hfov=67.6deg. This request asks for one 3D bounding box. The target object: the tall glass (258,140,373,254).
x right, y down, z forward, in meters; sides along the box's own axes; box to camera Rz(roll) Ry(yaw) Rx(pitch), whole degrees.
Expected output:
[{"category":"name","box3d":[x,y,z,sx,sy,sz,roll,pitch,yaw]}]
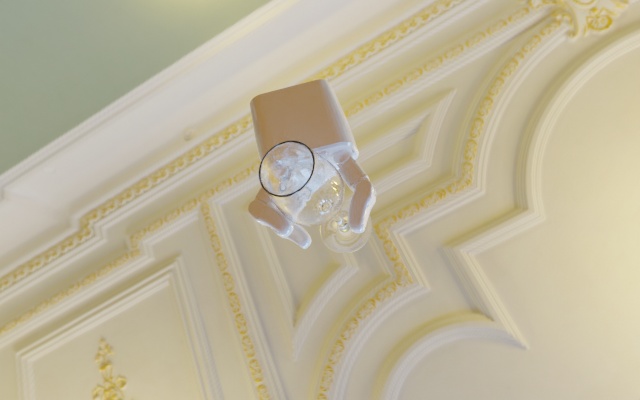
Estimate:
[{"category":"tall glass","box3d":[0.000,0.002,0.560,0.079,0.079,0.201,0,-20,21]}]
